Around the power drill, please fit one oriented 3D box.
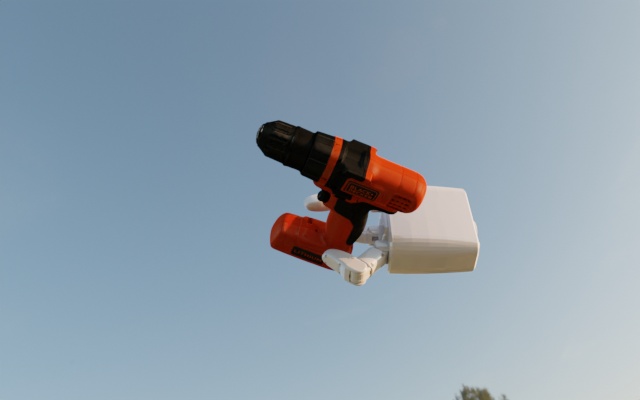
[{"bbox_3d":[0.000,0.002,0.544,0.184,0.057,0.188,22,-37,-7],"label":"power drill"}]
